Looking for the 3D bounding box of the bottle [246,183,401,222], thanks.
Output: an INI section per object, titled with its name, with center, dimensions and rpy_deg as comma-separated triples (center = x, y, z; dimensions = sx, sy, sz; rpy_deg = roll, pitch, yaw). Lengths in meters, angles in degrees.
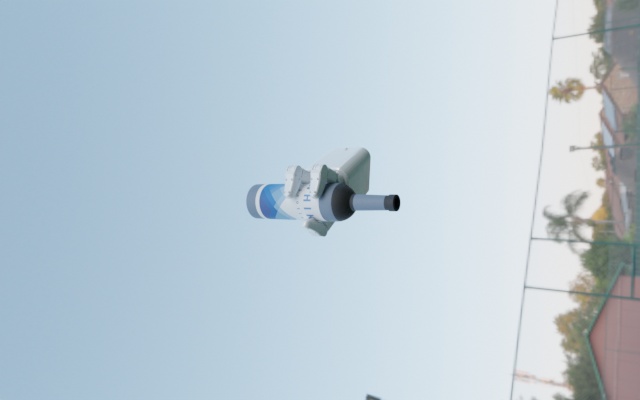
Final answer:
[bottle]
center = 0.000, 0.003, 0.838
dimensions = 0.295, 0.069, 0.069
rpy_deg = 1, 0, 35
